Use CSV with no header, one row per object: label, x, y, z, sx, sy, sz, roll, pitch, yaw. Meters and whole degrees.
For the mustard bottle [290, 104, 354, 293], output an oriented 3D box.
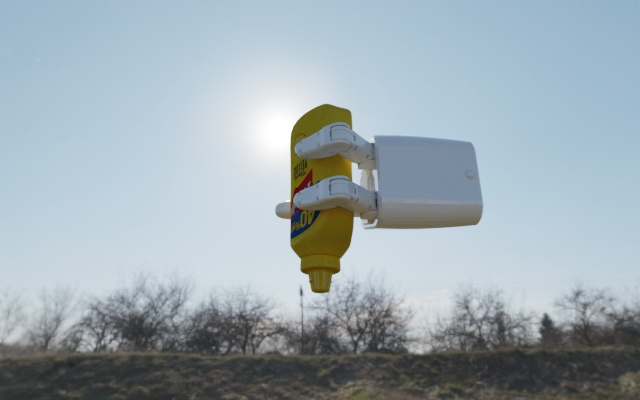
mustard bottle,0.000,0.001,0.507,0.058,0.191,0.096,11,-24,-27
